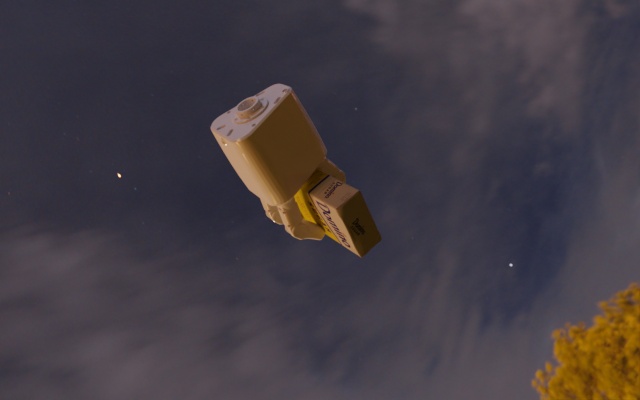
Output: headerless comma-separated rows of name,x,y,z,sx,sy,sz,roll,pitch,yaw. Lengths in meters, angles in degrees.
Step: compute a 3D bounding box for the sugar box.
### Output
sugar box,0.000,0.002,0.656,0.048,0.093,0.176,-39,38,-14
